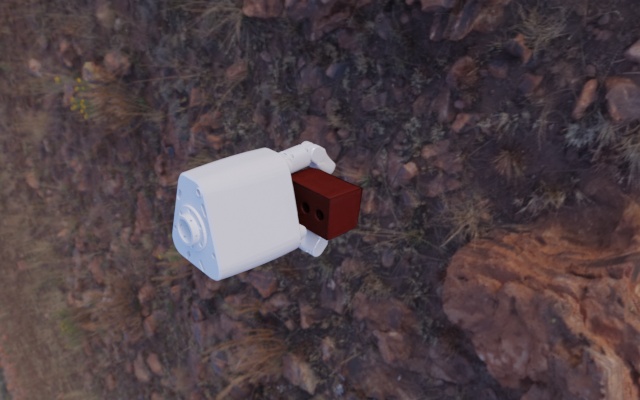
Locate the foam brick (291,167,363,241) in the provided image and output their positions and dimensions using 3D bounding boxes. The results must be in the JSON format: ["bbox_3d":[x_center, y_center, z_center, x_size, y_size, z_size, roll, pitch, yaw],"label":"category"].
[{"bbox_3d":[0.000,0.002,0.544,0.078,0.053,0.051,26,33,38],"label":"foam brick"}]
